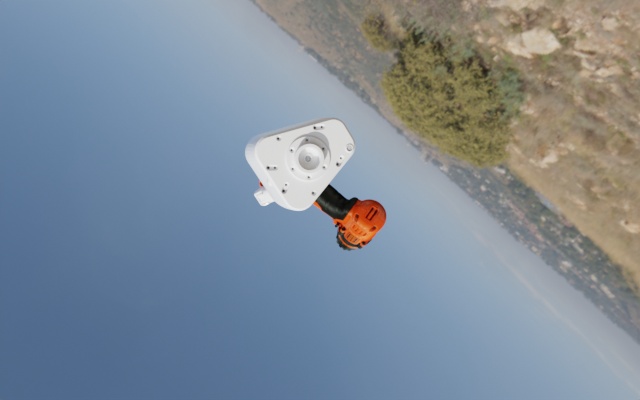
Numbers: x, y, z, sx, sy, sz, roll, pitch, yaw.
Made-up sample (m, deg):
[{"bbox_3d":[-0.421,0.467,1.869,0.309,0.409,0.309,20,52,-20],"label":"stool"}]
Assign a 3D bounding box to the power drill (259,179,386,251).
[{"bbox_3d":[0.000,0.002,0.703,0.187,0.057,0.184,34,-19,2],"label":"power drill"}]
